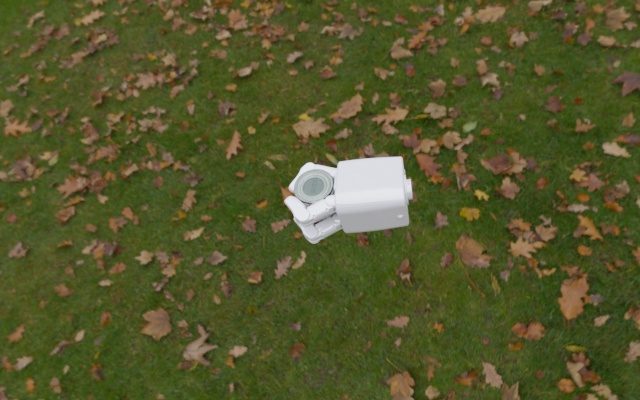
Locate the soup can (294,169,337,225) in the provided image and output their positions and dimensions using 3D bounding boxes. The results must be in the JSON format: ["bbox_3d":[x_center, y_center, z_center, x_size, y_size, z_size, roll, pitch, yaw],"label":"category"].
[{"bbox_3d":[0.000,0.002,0.798,0.068,0.068,0.102,0,-31,15],"label":"soup can"}]
